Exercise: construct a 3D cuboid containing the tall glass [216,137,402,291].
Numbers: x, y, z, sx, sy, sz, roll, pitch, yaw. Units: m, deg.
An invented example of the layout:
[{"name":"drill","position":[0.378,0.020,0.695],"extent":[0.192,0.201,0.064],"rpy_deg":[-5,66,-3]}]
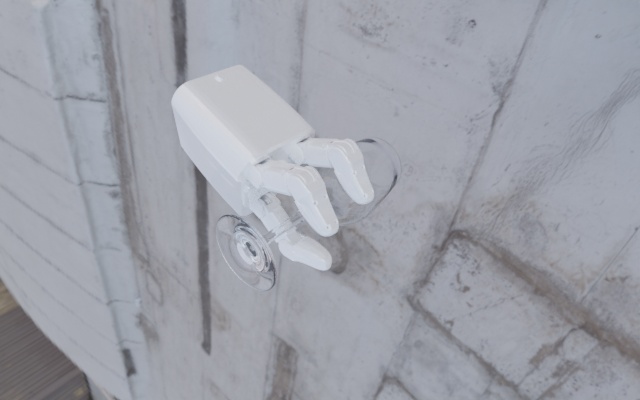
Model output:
[{"name":"tall glass","position":[0.000,0.002,0.464],"extent":[0.079,0.079,0.201],"rpy_deg":[0,25,46]}]
